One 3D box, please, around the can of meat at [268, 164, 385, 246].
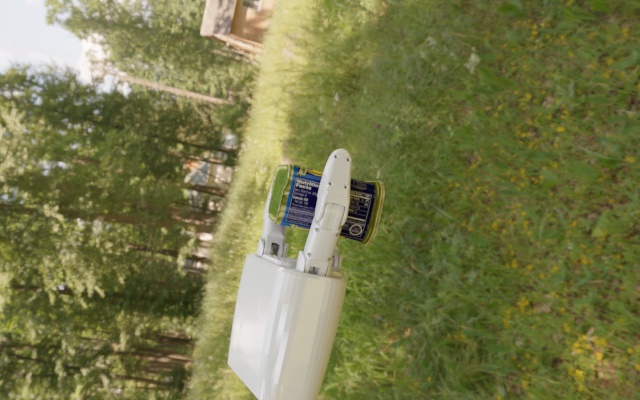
[{"bbox_3d":[0.000,0.001,0.433,0.084,0.057,0.102,12,0,-12],"label":"can of meat"}]
